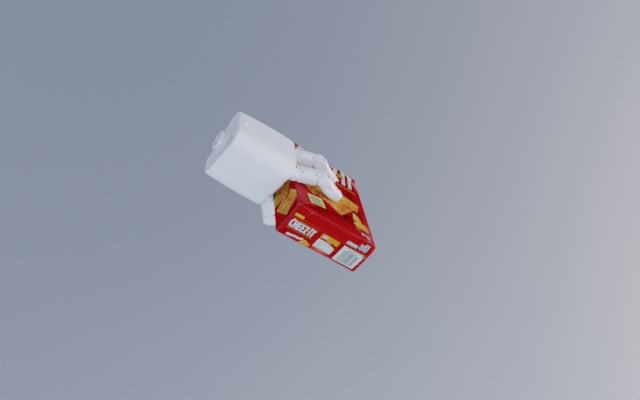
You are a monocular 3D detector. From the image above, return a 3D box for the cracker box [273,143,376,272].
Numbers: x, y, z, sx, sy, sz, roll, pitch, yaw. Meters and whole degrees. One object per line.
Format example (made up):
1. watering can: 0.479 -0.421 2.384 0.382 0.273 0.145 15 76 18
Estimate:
1. cracker box: 0.000 0.003 0.839 0.164 0.072 0.213 30 26 -25
